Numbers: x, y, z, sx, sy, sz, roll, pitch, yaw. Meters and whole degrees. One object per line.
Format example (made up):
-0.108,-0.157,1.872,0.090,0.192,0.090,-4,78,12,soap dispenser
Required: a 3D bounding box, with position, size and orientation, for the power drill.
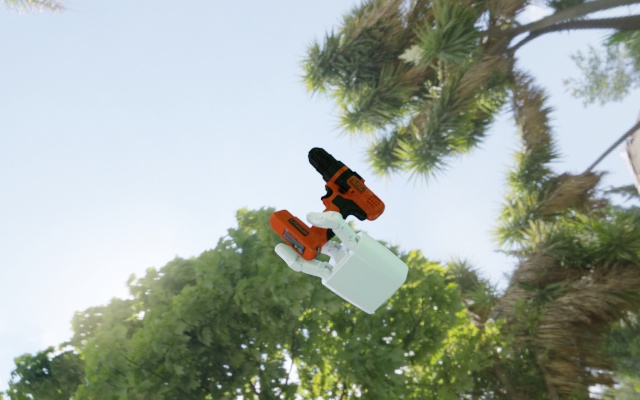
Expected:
0.000,0.003,0.864,0.187,0.184,0.057,-40,-16,-27,power drill
